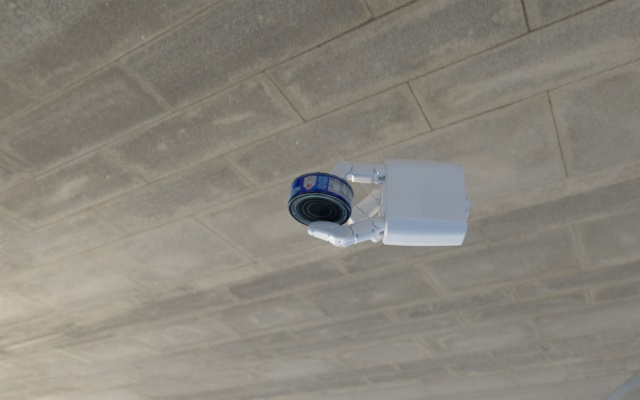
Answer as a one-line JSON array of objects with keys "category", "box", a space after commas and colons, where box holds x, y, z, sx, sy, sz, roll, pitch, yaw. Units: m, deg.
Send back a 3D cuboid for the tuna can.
[{"category": "tuna can", "box": [0.000, 0.003, 0.632, 0.086, 0.033, 0.086, 6, -35, 4]}]
